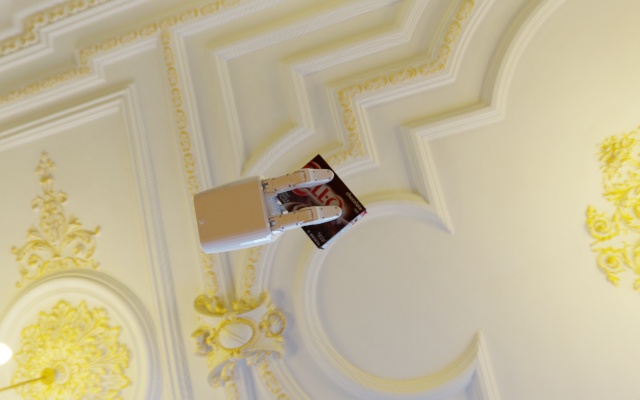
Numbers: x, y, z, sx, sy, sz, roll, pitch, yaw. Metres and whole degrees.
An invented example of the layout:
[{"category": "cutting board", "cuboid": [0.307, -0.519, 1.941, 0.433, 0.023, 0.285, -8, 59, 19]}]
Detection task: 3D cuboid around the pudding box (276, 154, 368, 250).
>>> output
[{"category": "pudding box", "cuboid": [0.000, 0.002, 0.703, 0.090, 0.113, 0.039, -41, -12, 3]}]
